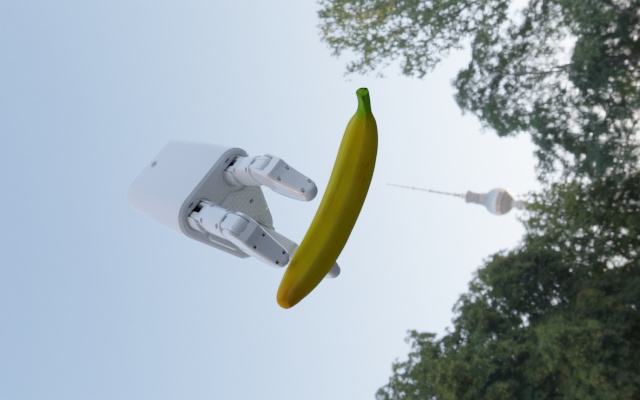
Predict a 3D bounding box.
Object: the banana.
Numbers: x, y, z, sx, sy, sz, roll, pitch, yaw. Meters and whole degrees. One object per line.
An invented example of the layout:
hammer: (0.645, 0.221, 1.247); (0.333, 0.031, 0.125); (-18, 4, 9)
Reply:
banana: (0.011, 0.002, 0.428); (0.037, 0.198, 0.070); (18, -2, 36)
